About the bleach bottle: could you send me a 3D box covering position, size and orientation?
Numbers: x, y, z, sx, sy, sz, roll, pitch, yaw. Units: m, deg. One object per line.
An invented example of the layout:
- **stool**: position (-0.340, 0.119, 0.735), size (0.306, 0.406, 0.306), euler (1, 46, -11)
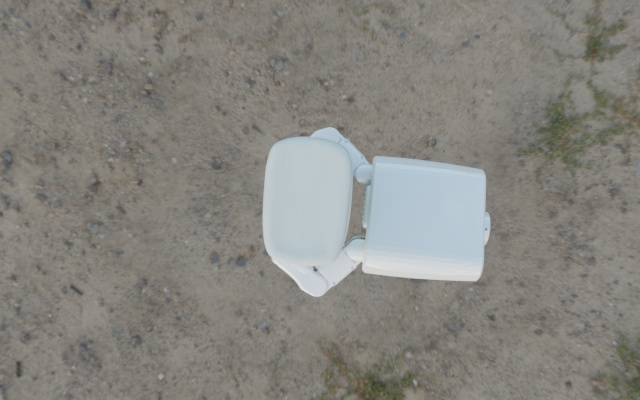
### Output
- **bleach bottle**: position (0.000, 0.002, 0.483), size (0.068, 0.102, 0.251), euler (5, 1, 5)
